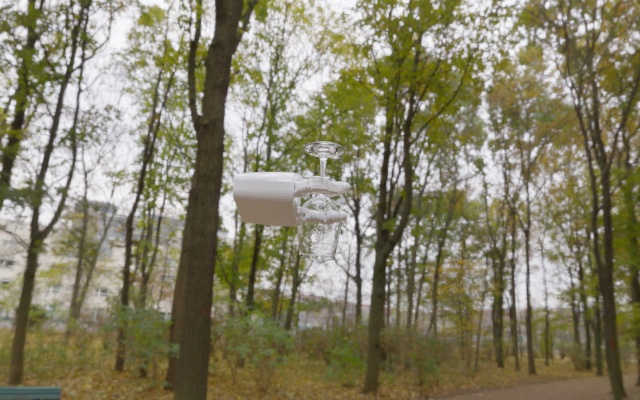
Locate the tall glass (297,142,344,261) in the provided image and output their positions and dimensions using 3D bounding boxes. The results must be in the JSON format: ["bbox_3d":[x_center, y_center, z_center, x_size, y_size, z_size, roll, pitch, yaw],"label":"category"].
[{"bbox_3d":[0.000,0.002,0.844,0.079,0.201,0.079,3,-15,1],"label":"tall glass"}]
